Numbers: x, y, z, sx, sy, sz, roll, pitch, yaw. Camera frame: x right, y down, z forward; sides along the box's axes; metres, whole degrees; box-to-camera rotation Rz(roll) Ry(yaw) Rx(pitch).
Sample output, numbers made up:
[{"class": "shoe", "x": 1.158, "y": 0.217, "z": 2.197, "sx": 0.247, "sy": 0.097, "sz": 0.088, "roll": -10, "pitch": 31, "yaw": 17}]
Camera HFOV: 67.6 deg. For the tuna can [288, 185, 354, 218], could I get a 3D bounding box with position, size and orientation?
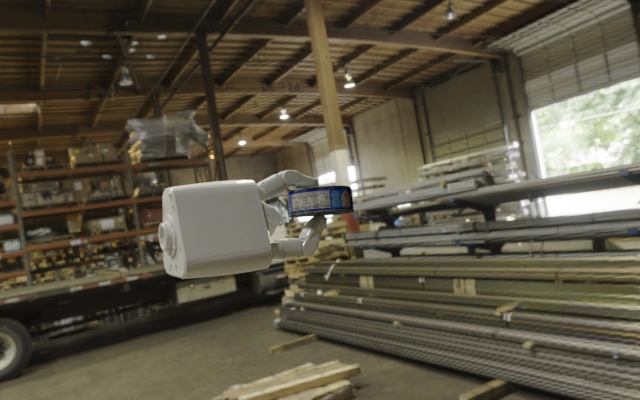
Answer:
[{"class": "tuna can", "x": 0.000, "y": 0.001, "z": 0.625, "sx": 0.086, "sy": 0.033, "sz": 0.086, "roll": -4, "pitch": -5, "yaw": 0}]
